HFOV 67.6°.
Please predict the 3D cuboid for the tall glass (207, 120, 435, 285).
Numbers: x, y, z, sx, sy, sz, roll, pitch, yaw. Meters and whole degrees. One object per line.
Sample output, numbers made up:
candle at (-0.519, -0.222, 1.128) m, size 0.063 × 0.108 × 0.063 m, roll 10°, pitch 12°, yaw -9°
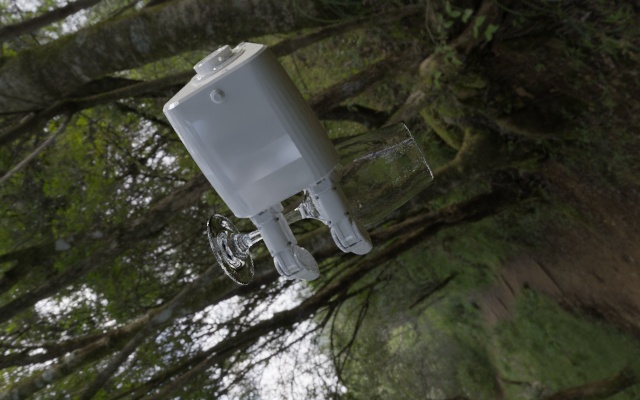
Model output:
tall glass at (0.000, 0.002, 0.439) m, size 0.201 × 0.079 × 0.079 m, roll -27°, pitch -6°, yaw 11°
